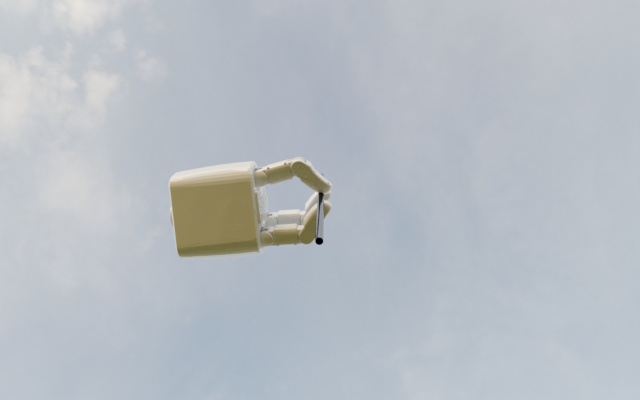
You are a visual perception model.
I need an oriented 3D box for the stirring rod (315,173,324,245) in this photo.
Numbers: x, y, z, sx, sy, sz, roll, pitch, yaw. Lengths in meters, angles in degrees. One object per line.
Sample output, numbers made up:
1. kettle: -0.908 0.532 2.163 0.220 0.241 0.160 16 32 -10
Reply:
1. stirring rod: 0.000 0.002 0.572 0.011 0.011 0.239 0 18 1
